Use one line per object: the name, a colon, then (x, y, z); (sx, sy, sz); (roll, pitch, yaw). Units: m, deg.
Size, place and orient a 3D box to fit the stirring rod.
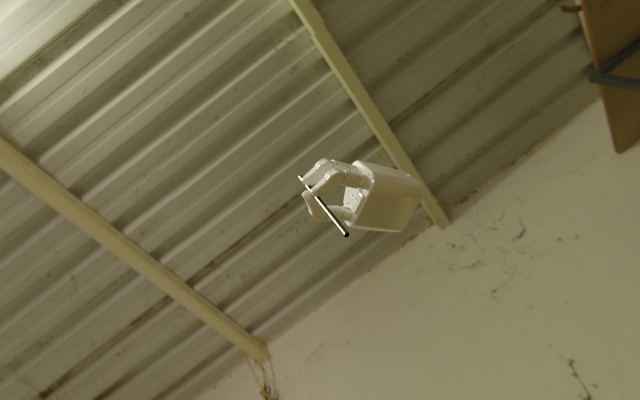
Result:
stirring rod: (0.000, 0.003, 0.761); (0.011, 0.011, 0.239); (0, 22, -19)
